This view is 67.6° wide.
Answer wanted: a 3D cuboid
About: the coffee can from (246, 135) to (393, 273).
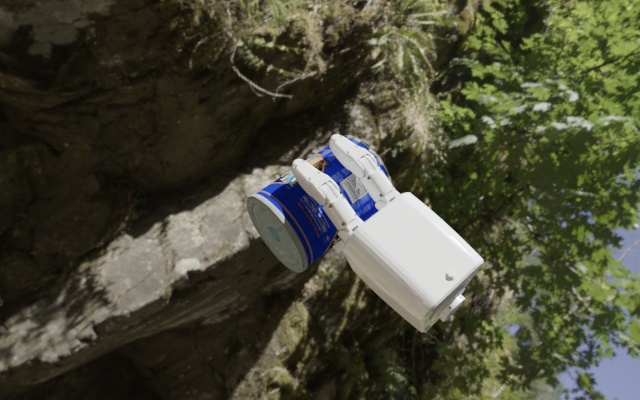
[{"bbox_3d":[0.000,0.002,0.558,0.140,0.103,0.103,-36,15,-23],"label":"coffee can"}]
